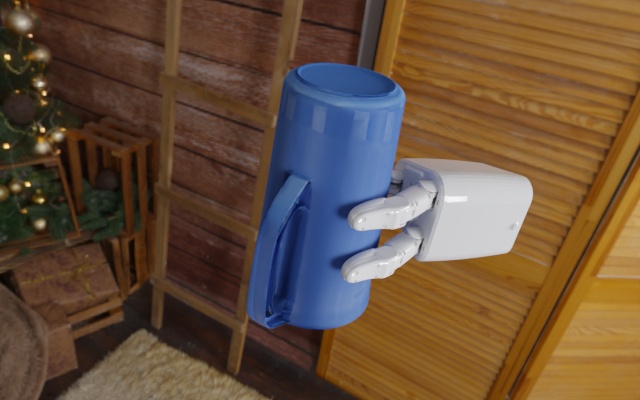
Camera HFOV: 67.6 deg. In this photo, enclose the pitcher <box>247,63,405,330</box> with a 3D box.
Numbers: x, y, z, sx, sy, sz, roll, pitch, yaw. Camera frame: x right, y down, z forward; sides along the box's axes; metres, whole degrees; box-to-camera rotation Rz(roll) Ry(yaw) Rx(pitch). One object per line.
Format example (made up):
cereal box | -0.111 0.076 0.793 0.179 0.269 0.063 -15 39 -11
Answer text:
pitcher | 0.000 0.001 0.464 0.145 0.243 0.149 0 31 -15
